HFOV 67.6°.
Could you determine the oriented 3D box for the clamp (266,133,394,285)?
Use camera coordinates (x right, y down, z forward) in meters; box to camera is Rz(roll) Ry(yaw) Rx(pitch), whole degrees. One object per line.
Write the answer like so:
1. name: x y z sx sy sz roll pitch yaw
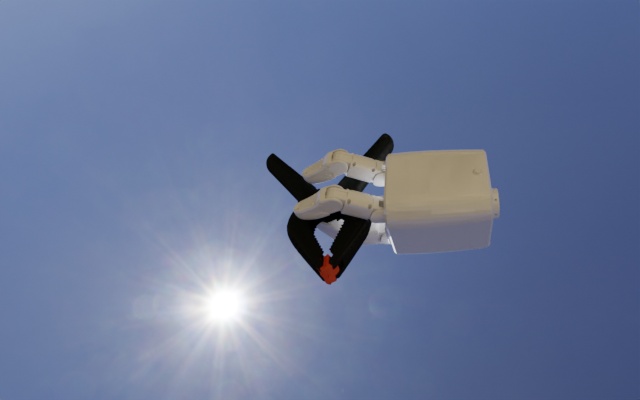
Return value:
1. clamp: 0.000 0.003 0.553 0.164 0.209 0.036 -5 -44 16
